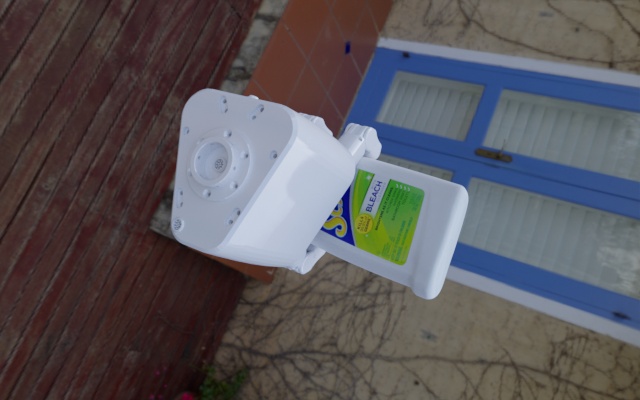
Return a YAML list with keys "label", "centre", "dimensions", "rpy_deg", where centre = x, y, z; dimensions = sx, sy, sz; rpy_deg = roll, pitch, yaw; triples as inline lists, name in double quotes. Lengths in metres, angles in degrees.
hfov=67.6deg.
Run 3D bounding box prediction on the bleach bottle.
- label: "bleach bottle"
  centre: [0.000, 0.001, 0.448]
  dimensions: [0.251, 0.102, 0.068]
  rpy_deg: [17, -4, 24]
